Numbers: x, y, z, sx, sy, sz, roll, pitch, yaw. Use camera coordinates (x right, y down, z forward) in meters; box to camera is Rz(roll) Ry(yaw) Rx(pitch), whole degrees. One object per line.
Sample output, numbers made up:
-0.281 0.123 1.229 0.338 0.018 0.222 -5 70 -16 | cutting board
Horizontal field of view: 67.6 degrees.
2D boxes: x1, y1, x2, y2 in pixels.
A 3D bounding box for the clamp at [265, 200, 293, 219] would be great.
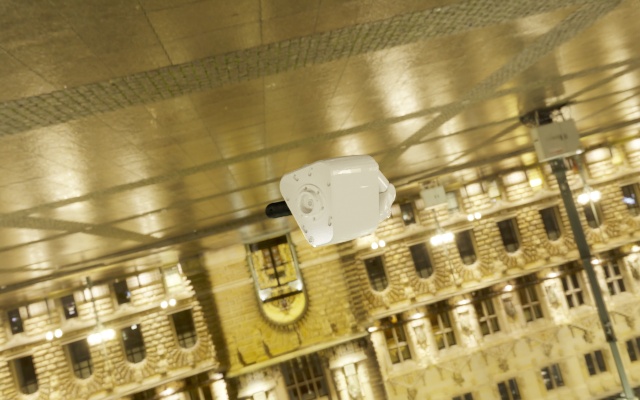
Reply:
0.000 0.003 0.756 0.171 0.039 0.120 -18 -4 38 | clamp
